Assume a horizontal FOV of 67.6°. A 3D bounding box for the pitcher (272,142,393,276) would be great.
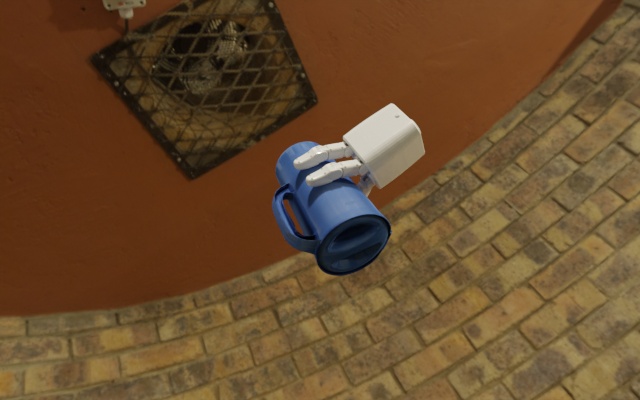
[{"bbox_3d":[0.000,0.003,0.830,0.145,0.242,0.149,-37,-43,4],"label":"pitcher"}]
